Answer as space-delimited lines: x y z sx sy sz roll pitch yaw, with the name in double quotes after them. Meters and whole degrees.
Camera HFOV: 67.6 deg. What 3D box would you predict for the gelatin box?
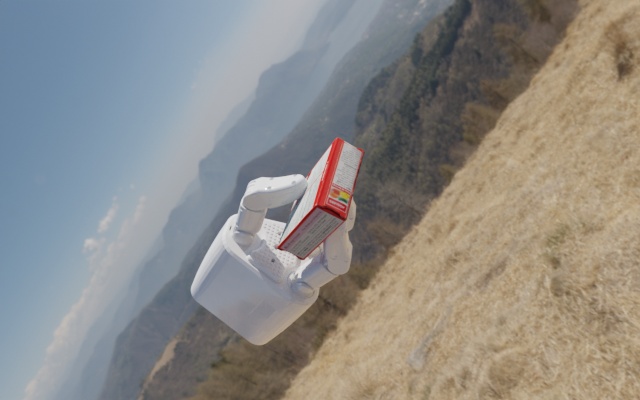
0.000 0.001 0.409 0.030 0.073 0.089 26 -37 -11 "gelatin box"
